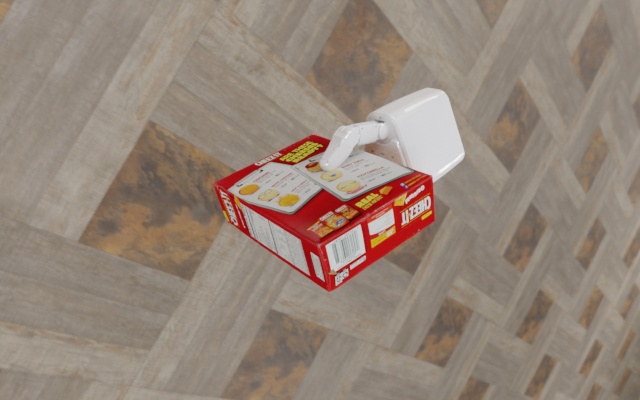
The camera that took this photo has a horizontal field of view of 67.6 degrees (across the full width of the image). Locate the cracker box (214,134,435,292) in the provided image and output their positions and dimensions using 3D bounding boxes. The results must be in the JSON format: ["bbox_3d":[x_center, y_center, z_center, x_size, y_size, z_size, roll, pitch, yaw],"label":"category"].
[{"bbox_3d":[0.000,0.002,0.567,0.164,0.072,0.213,-30,35,-28],"label":"cracker box"}]
